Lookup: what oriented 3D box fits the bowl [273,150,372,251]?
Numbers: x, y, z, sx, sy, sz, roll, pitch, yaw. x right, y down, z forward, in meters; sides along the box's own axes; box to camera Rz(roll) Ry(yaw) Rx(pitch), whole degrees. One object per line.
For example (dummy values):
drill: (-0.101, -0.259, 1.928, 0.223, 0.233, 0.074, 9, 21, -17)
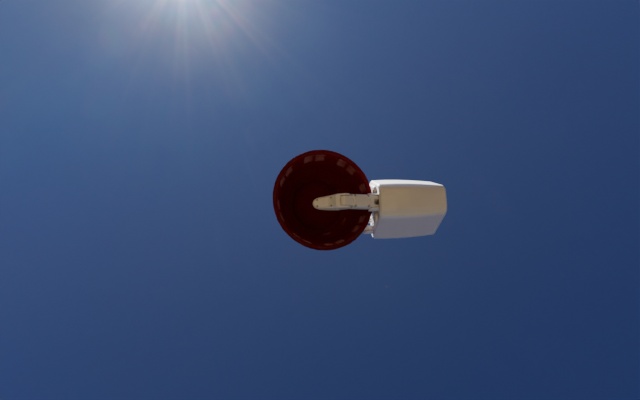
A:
bowl: (-0.001, 0.002, 0.775, 0.162, 0.162, 0.055, 0, -10, -12)
